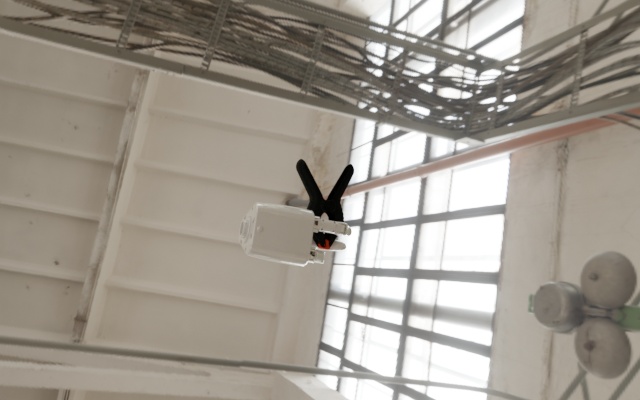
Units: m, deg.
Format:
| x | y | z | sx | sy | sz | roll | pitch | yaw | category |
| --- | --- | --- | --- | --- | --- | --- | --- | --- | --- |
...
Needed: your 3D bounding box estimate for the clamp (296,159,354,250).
| x | y | z | sx | sy | sz | roll | pitch | yaw | category |
| --- | --- | --- | --- | --- | --- | --- | --- | --- | --- |
| 0.000 | 0.003 | 0.893 | 0.120 | 0.171 | 0.039 | 12 | -10 | -21 | clamp |
